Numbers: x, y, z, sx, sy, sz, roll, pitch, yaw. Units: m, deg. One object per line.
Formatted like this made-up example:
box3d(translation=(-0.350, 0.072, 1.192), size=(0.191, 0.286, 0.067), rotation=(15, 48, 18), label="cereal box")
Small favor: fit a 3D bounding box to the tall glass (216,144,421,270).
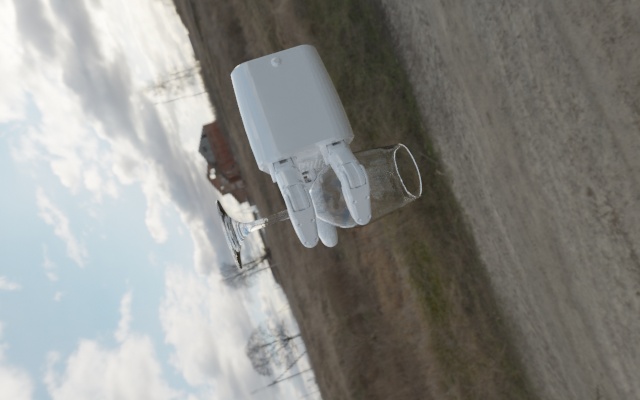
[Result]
box3d(translation=(-0.001, 0.002, 0.494), size=(0.201, 0.079, 0.079), rotation=(-19, 2, -7), label="tall glass")
